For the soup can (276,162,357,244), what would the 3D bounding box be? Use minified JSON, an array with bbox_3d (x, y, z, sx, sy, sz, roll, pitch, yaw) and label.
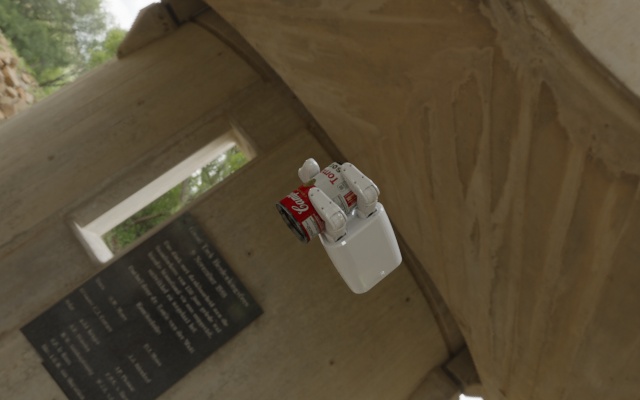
[{"bbox_3d":[0.000,0.002,0.648,0.102,0.068,0.068,-36,9,-13],"label":"soup can"}]
